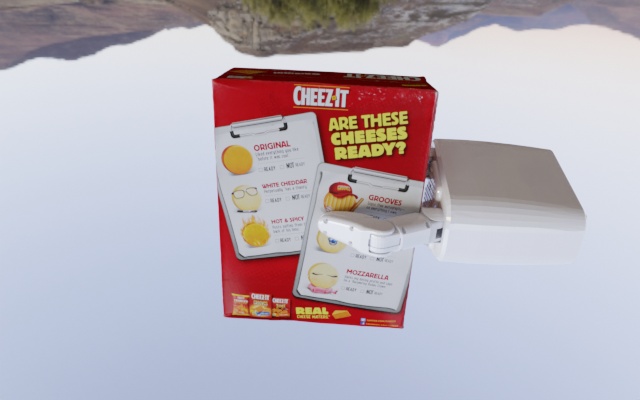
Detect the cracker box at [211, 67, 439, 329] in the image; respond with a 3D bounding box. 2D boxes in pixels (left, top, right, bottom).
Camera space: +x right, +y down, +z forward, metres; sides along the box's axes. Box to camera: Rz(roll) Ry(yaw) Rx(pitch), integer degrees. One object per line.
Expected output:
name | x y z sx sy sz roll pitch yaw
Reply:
cracker box | 0.000 0.002 0.409 0.164 0.214 0.072 3 24 2
